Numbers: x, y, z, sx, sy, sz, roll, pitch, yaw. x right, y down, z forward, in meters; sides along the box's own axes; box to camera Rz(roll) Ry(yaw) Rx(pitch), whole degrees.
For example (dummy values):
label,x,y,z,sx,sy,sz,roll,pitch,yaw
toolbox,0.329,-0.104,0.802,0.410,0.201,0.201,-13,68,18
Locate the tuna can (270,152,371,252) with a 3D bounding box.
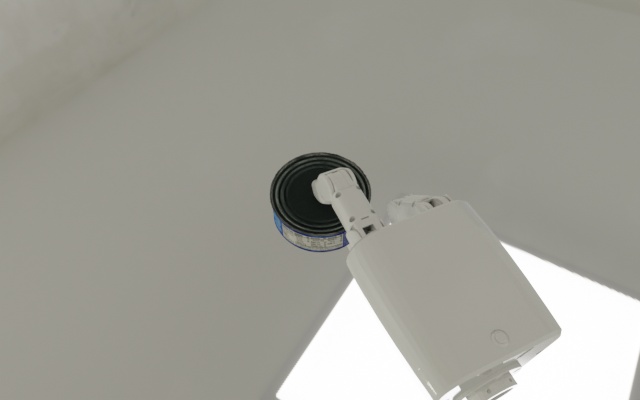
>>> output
label,x,y,z,sx,sy,sz,roll,pitch,yaw
tuna can,0.000,0.002,0.415,0.086,0.086,0.034,0,-34,0
